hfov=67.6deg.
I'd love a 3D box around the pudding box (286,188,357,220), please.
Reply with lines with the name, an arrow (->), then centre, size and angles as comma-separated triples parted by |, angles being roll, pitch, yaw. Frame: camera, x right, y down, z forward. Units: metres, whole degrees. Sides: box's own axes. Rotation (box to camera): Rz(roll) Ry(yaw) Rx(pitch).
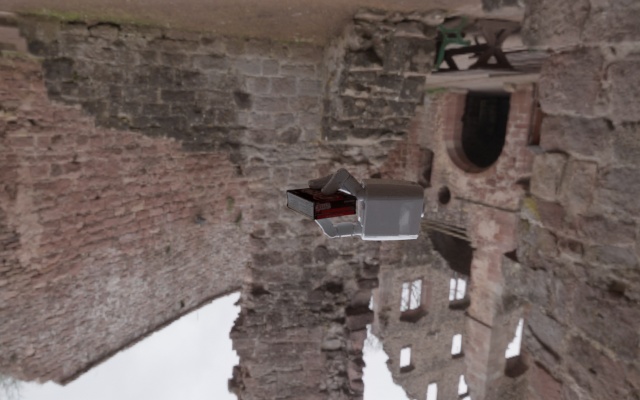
pudding box -> 0.000, 0.003, 0.883 | 0.090, 0.039, 0.113 | -6, 12, -29
